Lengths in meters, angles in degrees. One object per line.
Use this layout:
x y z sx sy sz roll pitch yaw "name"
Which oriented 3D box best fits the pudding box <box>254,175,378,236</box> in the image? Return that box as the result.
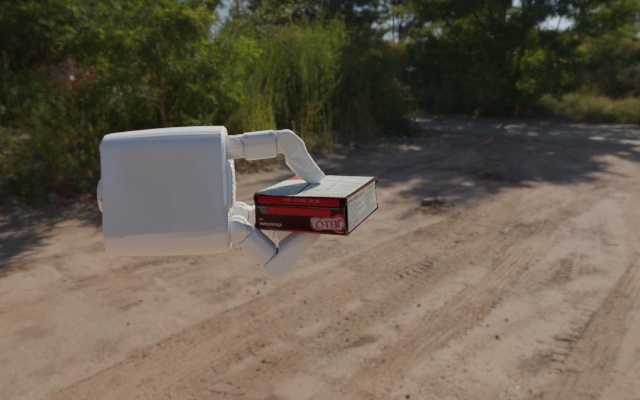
0.000 0.001 0.463 0.090 0.039 0.113 4 15 20 "pudding box"
